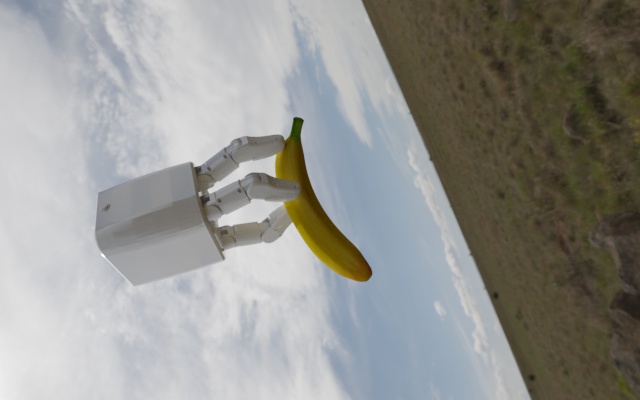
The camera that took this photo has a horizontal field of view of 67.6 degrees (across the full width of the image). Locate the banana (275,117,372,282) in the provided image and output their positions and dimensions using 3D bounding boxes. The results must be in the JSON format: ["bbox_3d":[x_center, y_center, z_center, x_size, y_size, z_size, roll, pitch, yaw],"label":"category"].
[{"bbox_3d":[-0.008,0.008,0.512,0.037,0.197,0.070,-12,-24,-31],"label":"banana"}]
